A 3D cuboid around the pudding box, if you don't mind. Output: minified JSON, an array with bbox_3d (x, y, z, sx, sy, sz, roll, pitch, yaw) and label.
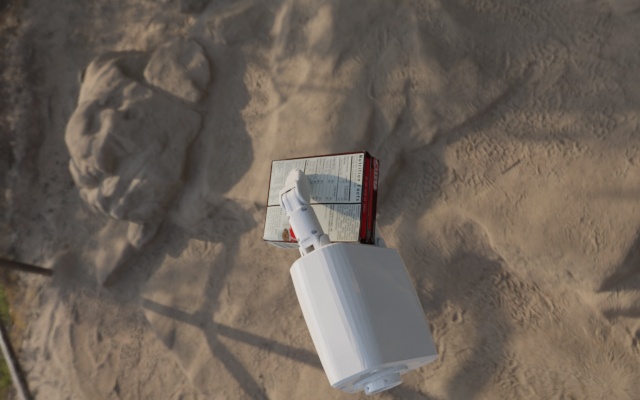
[{"bbox_3d":[0.000,0.002,0.474,0.113,0.090,0.039,-2,-15,28],"label":"pudding box"}]
